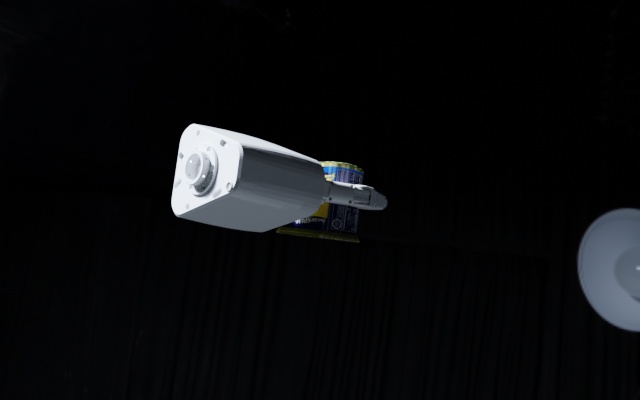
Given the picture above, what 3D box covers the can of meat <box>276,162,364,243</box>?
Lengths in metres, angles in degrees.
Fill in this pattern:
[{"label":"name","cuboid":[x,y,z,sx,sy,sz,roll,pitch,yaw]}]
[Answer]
[{"label":"can of meat","cuboid":[0.000,0.002,0.554,0.057,0.084,0.102,11,-7,-44]}]
